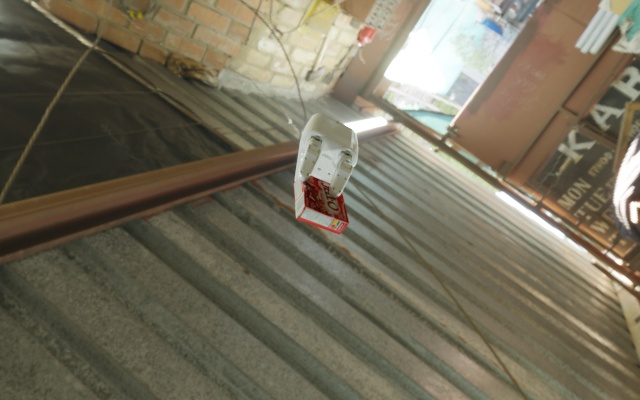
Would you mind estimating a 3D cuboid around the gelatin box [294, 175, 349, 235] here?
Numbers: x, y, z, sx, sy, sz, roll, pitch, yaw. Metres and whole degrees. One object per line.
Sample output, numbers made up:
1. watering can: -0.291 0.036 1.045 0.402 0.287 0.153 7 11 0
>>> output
1. gelatin box: 0.000 0.003 0.708 0.073 0.030 0.089 22 32 -21
